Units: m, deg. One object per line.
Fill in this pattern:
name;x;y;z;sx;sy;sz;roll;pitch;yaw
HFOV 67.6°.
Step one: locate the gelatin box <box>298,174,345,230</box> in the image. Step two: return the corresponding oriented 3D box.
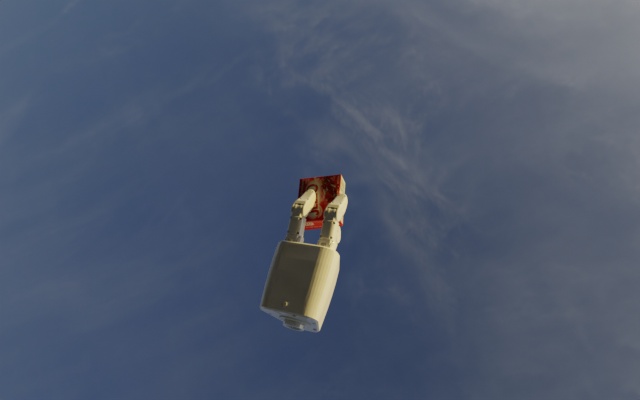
gelatin box;0.000;0.003;0.782;0.073;0.089;0.030;-6;-35;16
